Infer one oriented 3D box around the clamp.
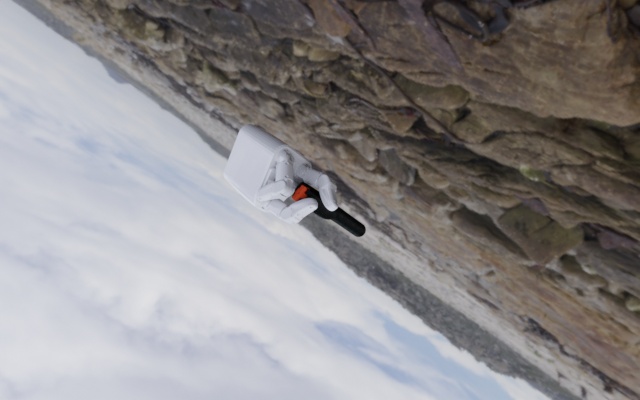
[{"bbox_3d":[0.000,0.003,0.807,0.120,0.039,0.171,36,1,39],"label":"clamp"}]
